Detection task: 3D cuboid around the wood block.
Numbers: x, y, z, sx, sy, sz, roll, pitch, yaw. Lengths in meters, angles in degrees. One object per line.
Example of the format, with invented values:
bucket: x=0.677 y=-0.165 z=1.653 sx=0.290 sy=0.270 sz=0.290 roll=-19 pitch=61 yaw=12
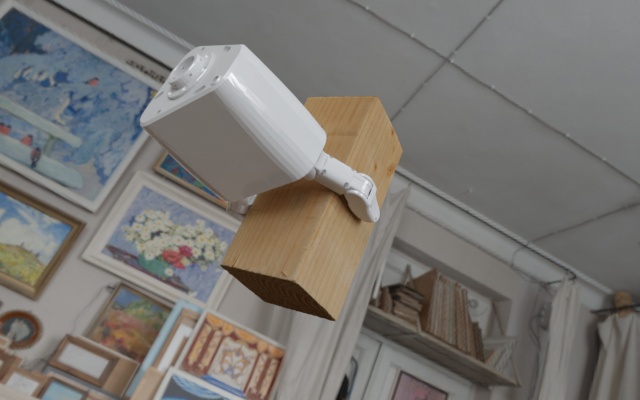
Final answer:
wood block: x=0.000 y=0.001 z=0.481 sx=0.091 sy=0.206 sz=0.090 roll=7 pitch=-30 yaw=33
